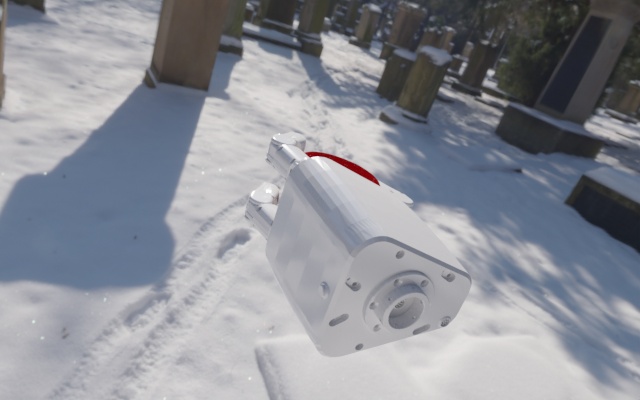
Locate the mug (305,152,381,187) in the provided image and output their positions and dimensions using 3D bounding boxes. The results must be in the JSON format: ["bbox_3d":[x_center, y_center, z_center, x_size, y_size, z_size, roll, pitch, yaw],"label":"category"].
[{"bbox_3d":[0.000,0.001,0.451,0.093,0.081,0.117,8,26,-29],"label":"mug"}]
